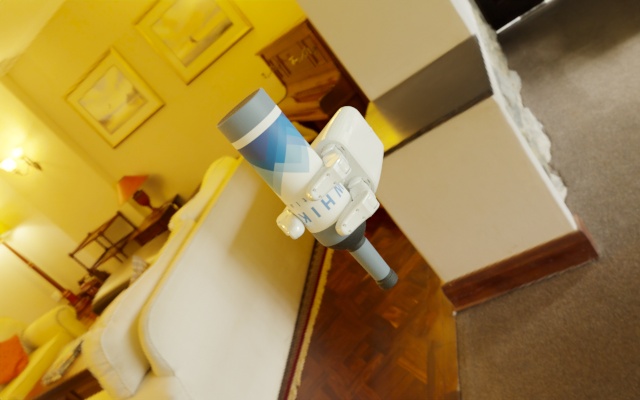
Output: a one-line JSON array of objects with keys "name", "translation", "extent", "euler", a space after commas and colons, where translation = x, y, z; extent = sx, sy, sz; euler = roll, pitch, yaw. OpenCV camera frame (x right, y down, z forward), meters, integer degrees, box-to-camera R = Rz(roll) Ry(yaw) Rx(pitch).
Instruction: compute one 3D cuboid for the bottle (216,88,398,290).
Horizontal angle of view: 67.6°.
[{"name": "bottle", "translation": [0.000, 0.002, 0.576], "extent": [0.069, 0.296, 0.069], "euler": [-35, 20, 15]}]
